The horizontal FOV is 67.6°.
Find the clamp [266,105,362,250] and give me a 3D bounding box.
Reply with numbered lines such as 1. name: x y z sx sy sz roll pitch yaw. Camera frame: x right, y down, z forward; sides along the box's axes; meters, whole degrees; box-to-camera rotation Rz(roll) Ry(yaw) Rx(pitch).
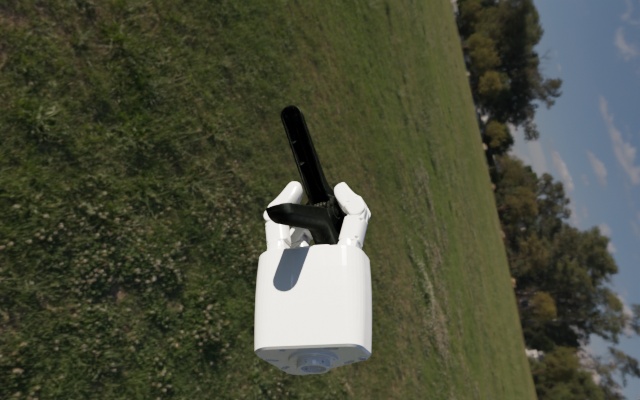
1. clamp: 0.001 0.002 0.557 0.036 0.164 0.210 -15 -39 20
